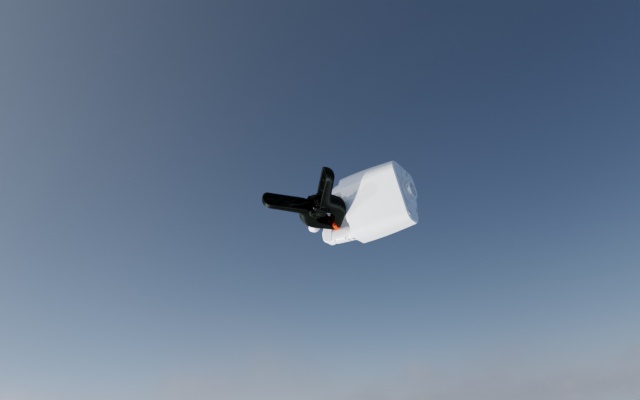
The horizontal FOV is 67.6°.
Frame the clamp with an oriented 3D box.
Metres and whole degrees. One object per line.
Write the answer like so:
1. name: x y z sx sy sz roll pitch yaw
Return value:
1. clamp: 0.000 0.003 0.775 0.120 0.039 0.171 -22 -29 26
